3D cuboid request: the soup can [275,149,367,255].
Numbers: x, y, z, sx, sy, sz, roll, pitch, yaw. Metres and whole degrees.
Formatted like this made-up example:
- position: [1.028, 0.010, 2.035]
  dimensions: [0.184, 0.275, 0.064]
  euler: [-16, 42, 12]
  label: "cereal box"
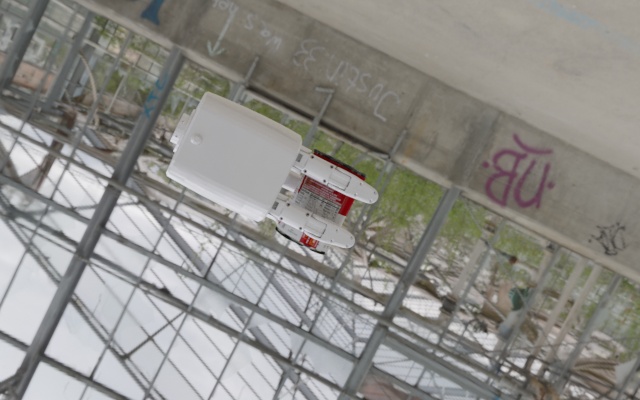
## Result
- position: [0.000, 0.002, 0.542]
  dimensions: [0.068, 0.102, 0.068]
  euler: [27, 3, -1]
  label: "soup can"
